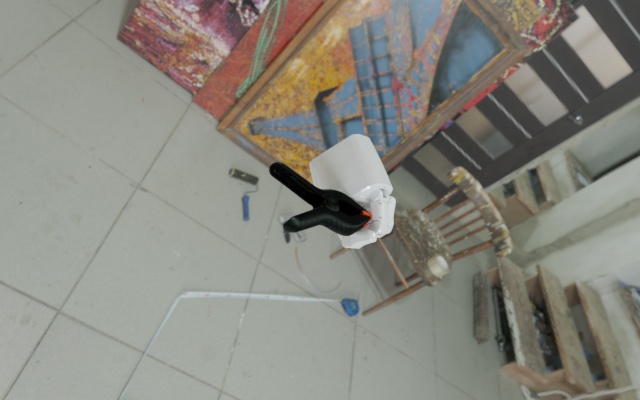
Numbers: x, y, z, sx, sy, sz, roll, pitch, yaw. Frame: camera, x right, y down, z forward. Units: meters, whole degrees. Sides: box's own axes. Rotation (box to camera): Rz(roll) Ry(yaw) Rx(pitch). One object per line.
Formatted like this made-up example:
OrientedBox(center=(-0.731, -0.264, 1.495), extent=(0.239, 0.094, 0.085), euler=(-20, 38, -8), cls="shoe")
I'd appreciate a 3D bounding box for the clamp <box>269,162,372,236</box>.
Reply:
OrientedBox(center=(0.001, 0.002, 0.688), extent=(0.171, 0.120, 0.039), euler=(13, -43, -43), cls="clamp")
